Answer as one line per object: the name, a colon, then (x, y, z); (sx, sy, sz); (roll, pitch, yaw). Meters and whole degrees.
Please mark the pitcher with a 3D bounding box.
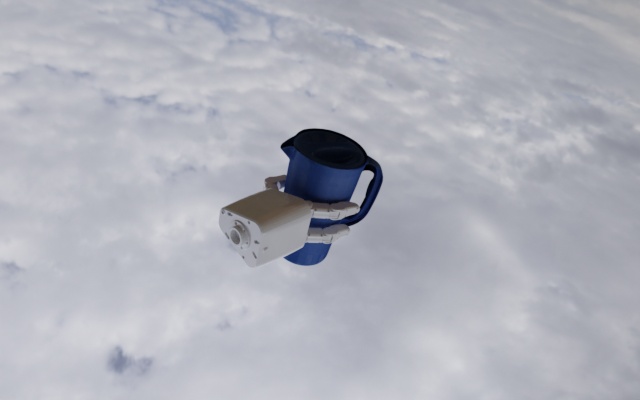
pitcher: (0.000, 0.003, 0.878); (0.149, 0.243, 0.145); (38, 40, 28)
